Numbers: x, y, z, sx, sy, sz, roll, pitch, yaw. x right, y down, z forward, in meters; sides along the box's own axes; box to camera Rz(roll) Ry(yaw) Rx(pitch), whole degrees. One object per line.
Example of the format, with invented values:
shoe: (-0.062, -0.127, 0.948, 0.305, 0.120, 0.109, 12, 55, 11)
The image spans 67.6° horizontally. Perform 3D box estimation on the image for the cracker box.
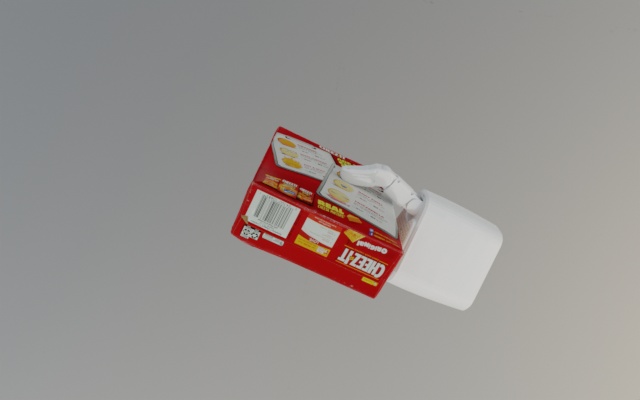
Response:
cracker box: (0.000, 0.002, 0.557, 0.164, 0.072, 0.213, 25, 22, -8)
